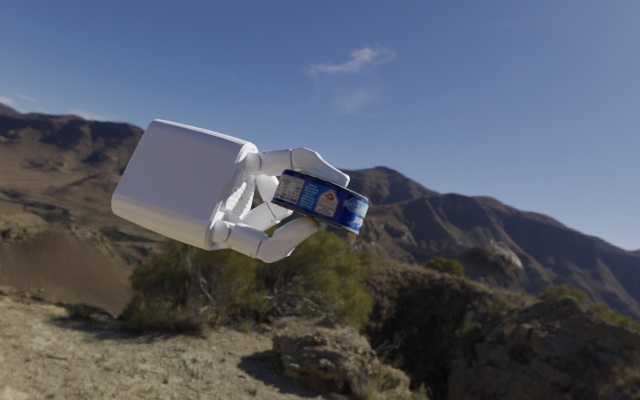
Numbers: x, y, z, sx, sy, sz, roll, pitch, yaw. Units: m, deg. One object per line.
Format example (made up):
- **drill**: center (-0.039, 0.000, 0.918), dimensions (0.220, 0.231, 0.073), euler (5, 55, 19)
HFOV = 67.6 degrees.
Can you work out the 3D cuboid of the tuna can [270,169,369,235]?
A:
- **tuna can**: center (0.000, 0.001, 0.436), dimensions (0.086, 0.034, 0.086), euler (20, -3, 1)
